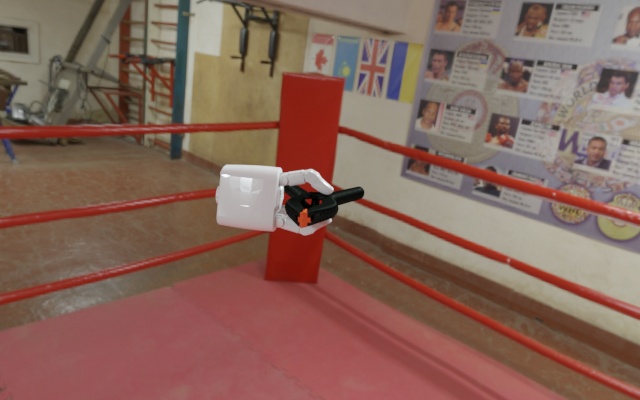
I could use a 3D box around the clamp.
[{"bbox_3d":[0.000,0.002,0.875,0.164,0.036,0.210,2,17,3],"label":"clamp"}]
